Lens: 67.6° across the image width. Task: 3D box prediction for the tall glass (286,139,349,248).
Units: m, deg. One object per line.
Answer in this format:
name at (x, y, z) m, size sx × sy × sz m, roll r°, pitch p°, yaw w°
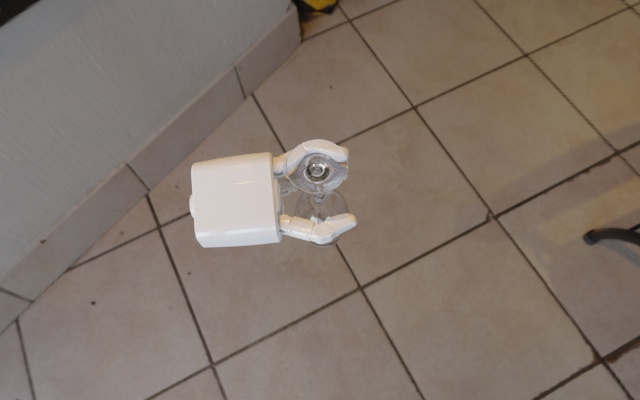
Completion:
tall glass at (0.000, 0.002, 0.653) m, size 0.079 × 0.079 × 0.201 m, roll 0°, pitch -26°, yaw 3°
